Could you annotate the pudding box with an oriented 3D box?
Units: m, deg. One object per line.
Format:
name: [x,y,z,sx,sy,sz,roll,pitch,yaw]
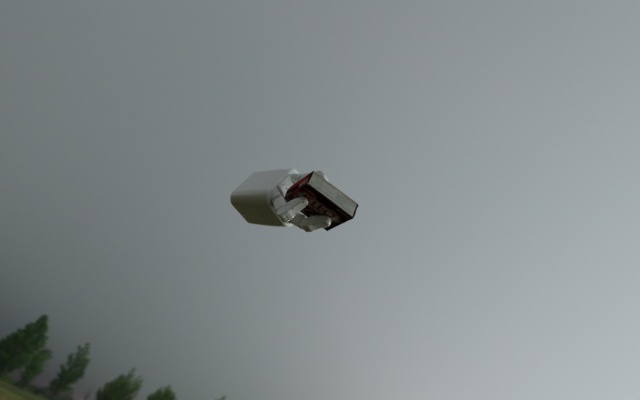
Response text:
pudding box: [0.000,0.003,0.892,0.113,0.039,0.090,35,-33,-18]
